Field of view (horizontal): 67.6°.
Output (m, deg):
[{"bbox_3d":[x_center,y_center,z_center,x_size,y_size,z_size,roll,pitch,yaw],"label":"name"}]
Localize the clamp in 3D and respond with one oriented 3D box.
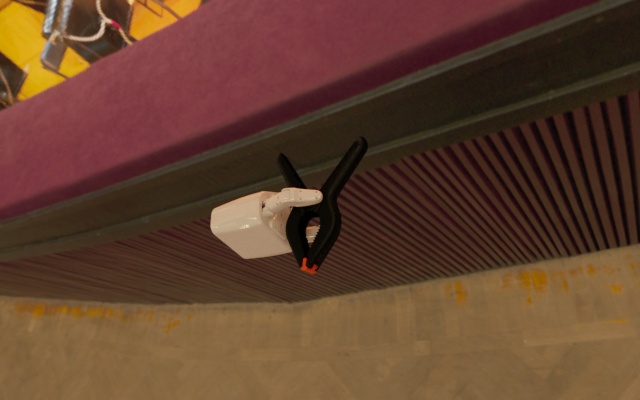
[{"bbox_3d":[-0.001,0.003,0.718,0.164,0.210,0.036,-15,-27,30],"label":"clamp"}]
